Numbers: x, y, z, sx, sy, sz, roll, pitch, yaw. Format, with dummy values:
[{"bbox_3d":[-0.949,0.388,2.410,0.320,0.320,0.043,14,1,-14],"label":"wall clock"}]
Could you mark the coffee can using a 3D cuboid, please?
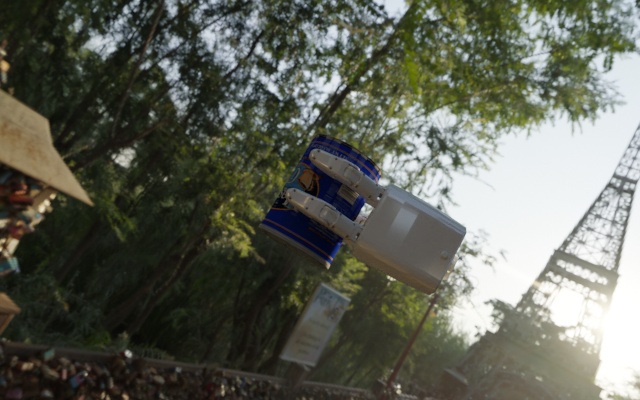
[{"bbox_3d":[0.000,0.002,0.611,0.103,0.140,0.103,30,-10,6],"label":"coffee can"}]
